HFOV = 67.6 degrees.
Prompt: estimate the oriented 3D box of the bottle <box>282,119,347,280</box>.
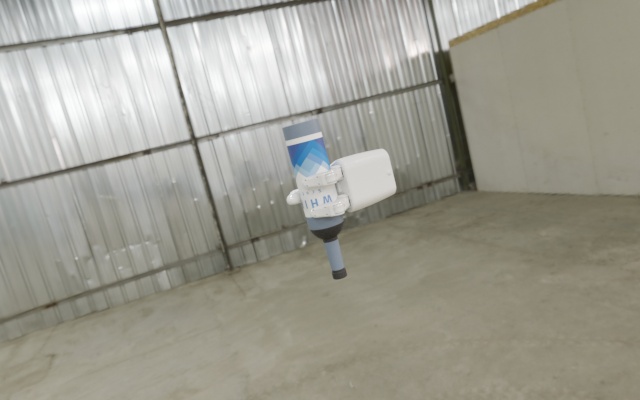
[{"bbox_3d":[0.000,0.003,0.874,0.069,0.296,0.069,-14,9,2],"label":"bottle"}]
